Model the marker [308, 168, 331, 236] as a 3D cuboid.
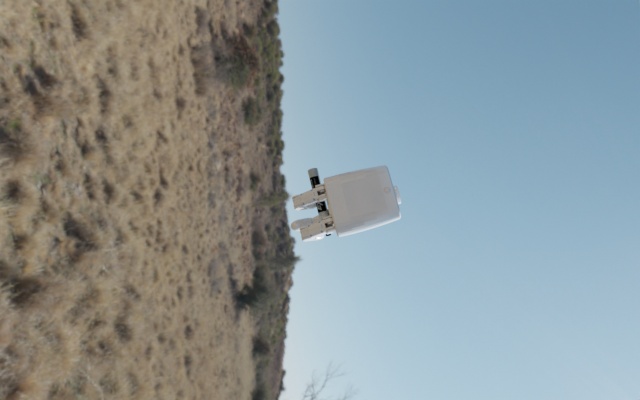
[{"bbox_3d":[0.000,0.003,0.827,0.020,0.121,0.020,-13,-13,-3],"label":"marker"}]
